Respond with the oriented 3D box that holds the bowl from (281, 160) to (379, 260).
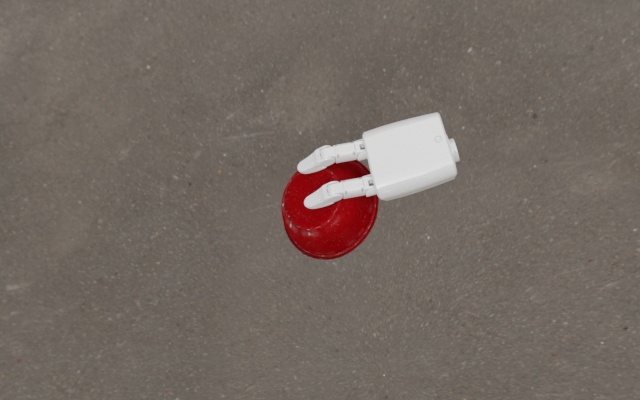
[{"bbox_3d":[-0.001,0.003,0.694,0.162,0.162,0.055,0,-14,29],"label":"bowl"}]
